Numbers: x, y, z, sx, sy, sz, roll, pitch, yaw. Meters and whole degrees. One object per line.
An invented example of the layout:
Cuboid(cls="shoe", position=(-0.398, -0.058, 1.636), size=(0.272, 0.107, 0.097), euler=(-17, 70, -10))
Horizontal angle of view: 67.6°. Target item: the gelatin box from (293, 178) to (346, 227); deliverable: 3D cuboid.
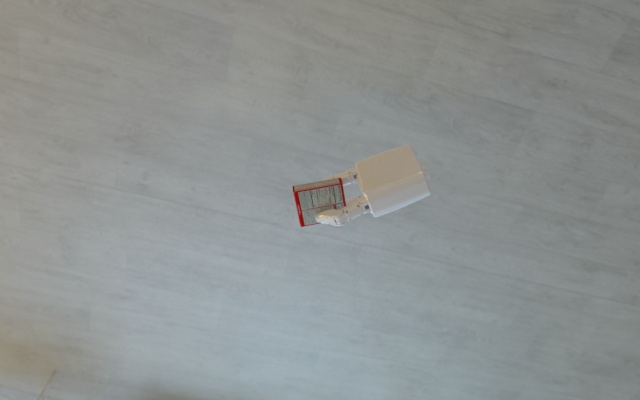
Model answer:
Cuboid(cls="gelatin box", position=(0.000, 0.003, 0.856), size=(0.089, 0.073, 0.030), euler=(-11, 28, -1))
